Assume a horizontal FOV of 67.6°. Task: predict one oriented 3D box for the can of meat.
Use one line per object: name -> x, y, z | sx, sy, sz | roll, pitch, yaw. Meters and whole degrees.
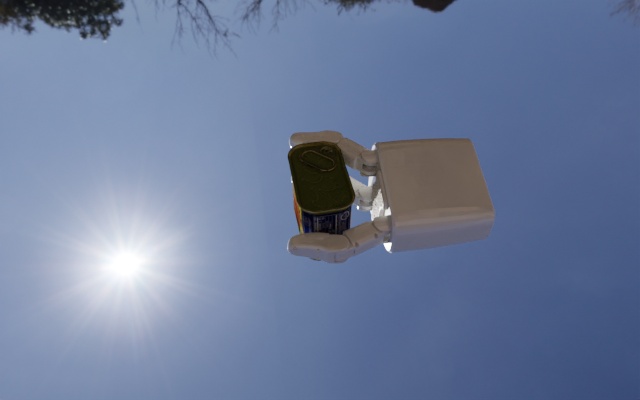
can of meat -> 0.000, 0.002, 0.510 | 0.057, 0.102, 0.084 | -8, -43, -7
